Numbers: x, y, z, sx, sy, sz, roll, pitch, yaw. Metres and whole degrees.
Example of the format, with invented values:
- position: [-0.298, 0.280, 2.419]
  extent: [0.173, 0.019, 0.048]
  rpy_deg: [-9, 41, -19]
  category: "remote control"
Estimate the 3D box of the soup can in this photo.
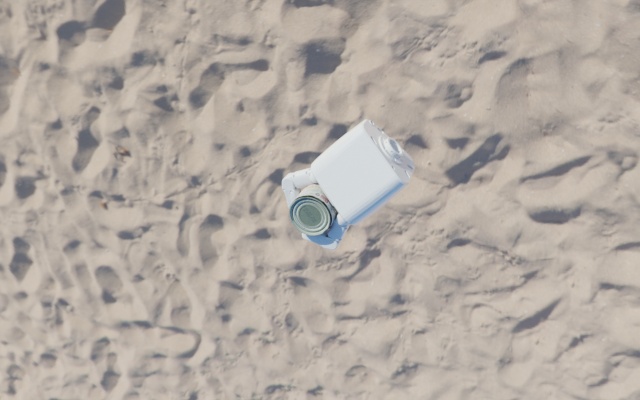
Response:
- position: [0.000, 0.003, 0.738]
  extent: [0.068, 0.068, 0.102]
  rpy_deg: [0, 25, 20]
  category: "soup can"
